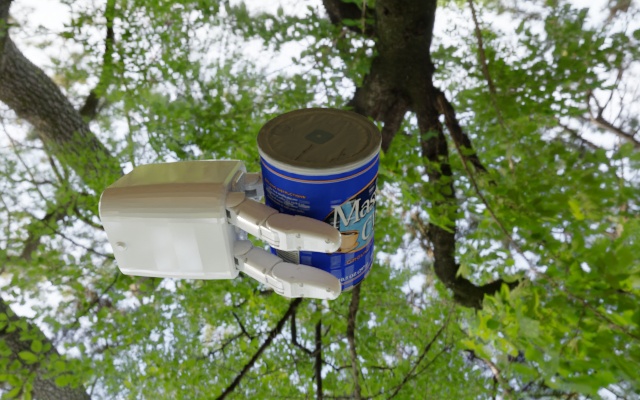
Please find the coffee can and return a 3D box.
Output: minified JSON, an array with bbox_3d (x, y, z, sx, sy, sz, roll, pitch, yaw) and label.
[{"bbox_3d":[0.000,0.001,0.434,0.103,0.140,0.102,-1,37,1],"label":"coffee can"}]
